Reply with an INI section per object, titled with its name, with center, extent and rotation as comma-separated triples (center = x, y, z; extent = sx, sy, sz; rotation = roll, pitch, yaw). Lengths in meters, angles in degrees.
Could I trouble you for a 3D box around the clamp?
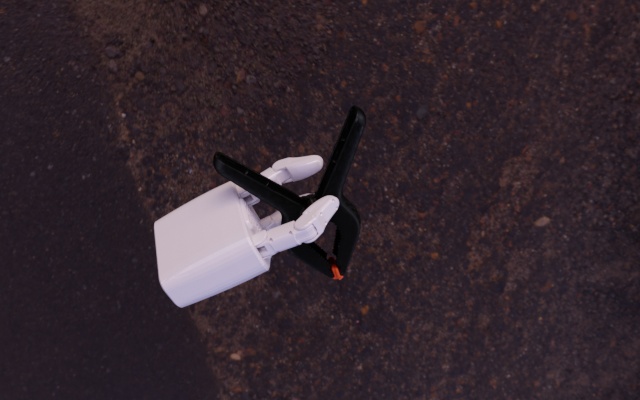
[clamp]
center = 0.000, 0.003, 0.538
extent = 0.164, 0.210, 0.036
rotation = -24, 31, 5
